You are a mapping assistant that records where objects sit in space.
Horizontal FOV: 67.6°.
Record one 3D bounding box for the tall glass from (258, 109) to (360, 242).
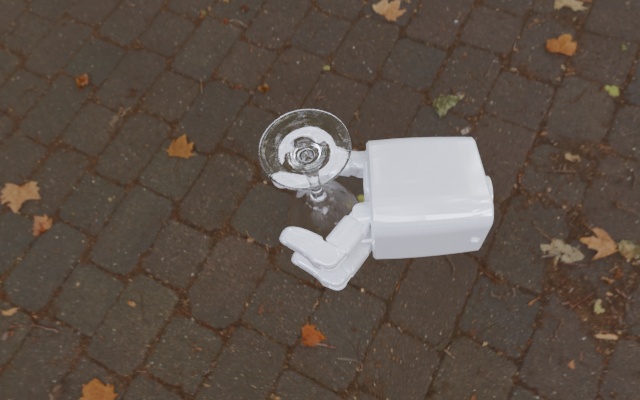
[{"bbox_3d":[0.000,0.001,0.462,0.079,0.079,0.201,0,-26,8],"label":"tall glass"}]
